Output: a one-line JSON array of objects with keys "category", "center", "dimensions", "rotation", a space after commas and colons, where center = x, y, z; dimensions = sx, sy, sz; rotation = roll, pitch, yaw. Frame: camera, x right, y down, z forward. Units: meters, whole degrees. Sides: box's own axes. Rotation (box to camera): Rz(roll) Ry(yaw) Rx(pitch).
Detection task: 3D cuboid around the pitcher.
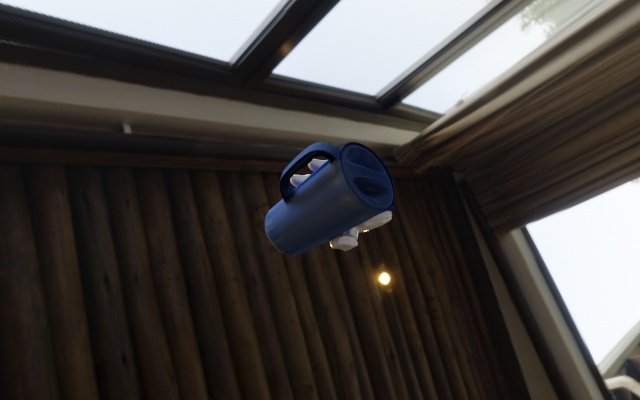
[{"category": "pitcher", "center": [0.000, 0.003, 0.868], "dimensions": [0.243, 0.149, 0.145], "rotation": [-34, -16, 37]}]
